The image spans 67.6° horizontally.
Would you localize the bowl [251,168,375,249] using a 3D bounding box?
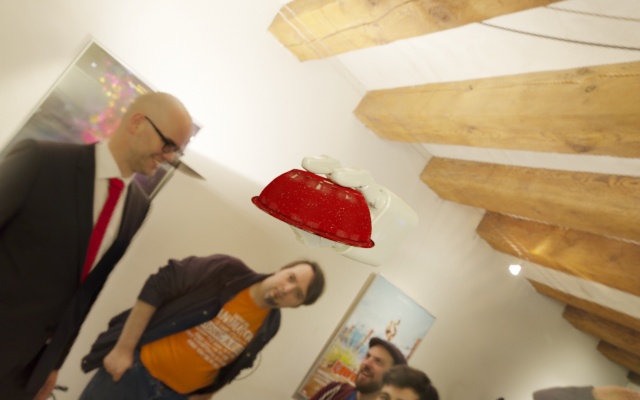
[{"bbox_3d":[0.000,0.001,0.581,0.162,0.055,0.162,20,7,-3],"label":"bowl"}]
